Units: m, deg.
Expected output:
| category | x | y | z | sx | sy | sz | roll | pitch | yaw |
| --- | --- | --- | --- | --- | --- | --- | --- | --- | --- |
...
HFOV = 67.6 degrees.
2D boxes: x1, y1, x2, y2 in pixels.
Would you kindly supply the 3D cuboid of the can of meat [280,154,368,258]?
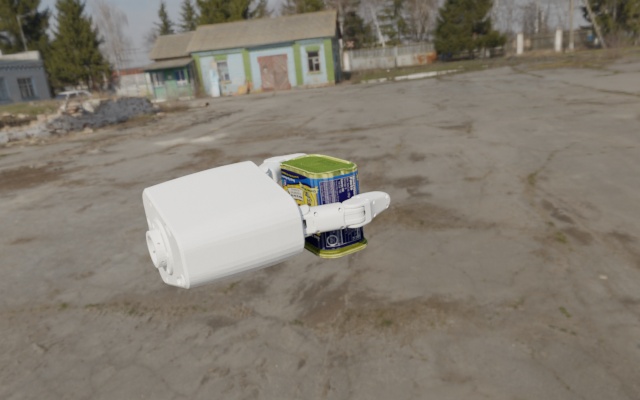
| category | x | y | z | sx | sy | sz | roll | pitch | yaw |
| --- | --- | --- | --- | --- | --- | --- | --- | --- | --- |
| can of meat | 0.000 | 0.001 | 0.491 | 0.057 | 0.084 | 0.102 | -15 | 19 | -26 |
